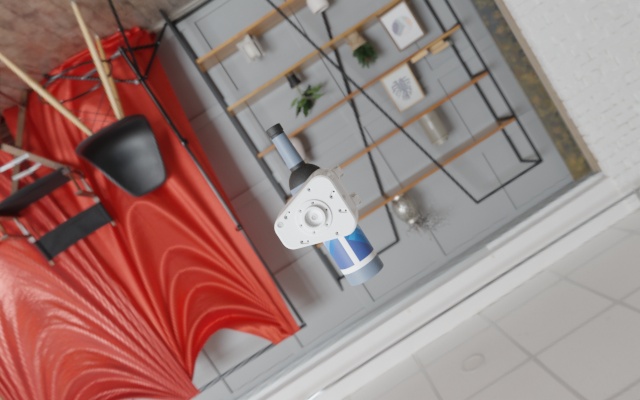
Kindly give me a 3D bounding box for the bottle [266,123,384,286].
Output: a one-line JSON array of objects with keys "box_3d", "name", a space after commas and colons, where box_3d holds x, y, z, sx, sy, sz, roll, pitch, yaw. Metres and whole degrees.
[{"box_3d": [0.000, 0.003, 0.798, 0.069, 0.296, 0.069, -32, 5, 3], "name": "bottle"}]
